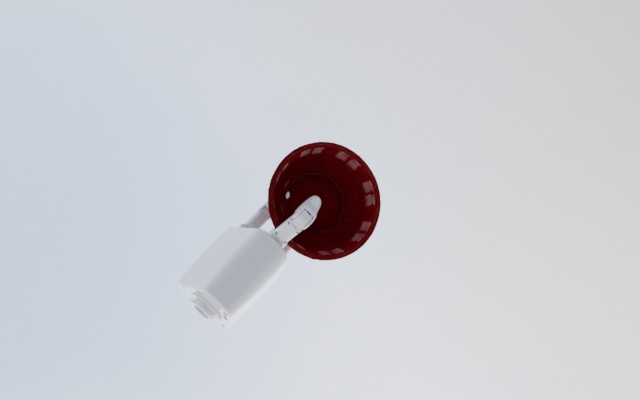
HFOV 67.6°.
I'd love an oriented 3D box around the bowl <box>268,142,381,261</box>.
[{"bbox_3d":[0.001,0.002,0.669,0.162,0.162,0.055,0,-5,-18],"label":"bowl"}]
